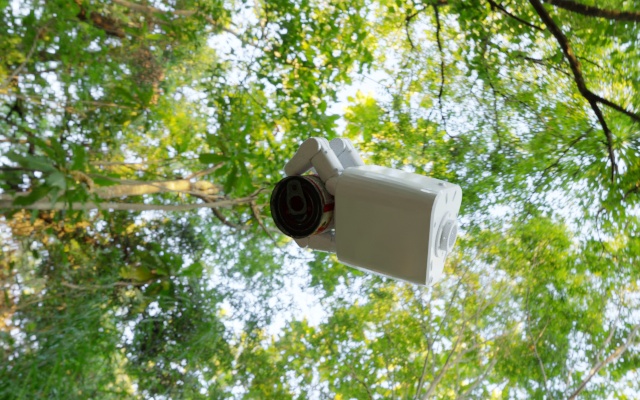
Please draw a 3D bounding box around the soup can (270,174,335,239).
[{"bbox_3d":[0.000,0.002,0.545,0.068,0.068,0.102,0,6,32],"label":"soup can"}]
